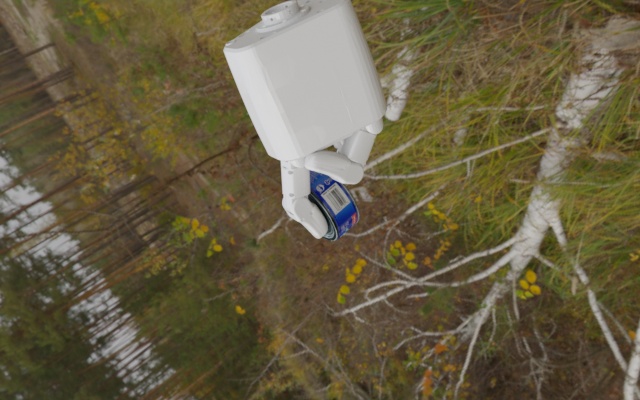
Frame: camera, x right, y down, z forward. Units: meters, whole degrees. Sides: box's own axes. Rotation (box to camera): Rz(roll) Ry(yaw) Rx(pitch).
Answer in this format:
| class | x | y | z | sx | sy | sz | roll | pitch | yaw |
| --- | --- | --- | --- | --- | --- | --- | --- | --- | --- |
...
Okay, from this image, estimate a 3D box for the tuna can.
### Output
| class | x | y | z | sx | sy | sz | roll | pitch | yaw |
| --- | --- | --- | --- | --- | --- | --- | --- | --- | --- |
| tuna can | 0.000 | 0.002 | 0.511 | 0.033 | 0.086 | 0.086 | -41 | 16 | -20 |
